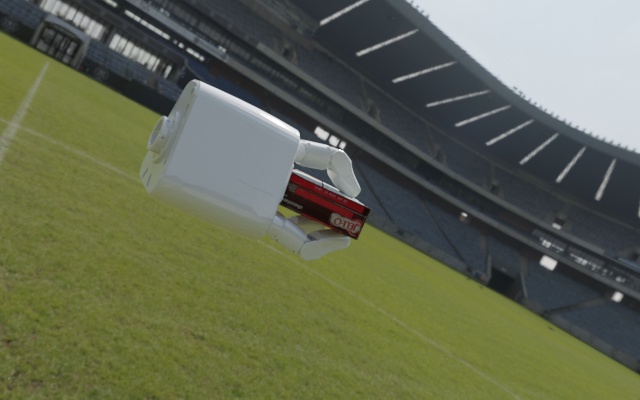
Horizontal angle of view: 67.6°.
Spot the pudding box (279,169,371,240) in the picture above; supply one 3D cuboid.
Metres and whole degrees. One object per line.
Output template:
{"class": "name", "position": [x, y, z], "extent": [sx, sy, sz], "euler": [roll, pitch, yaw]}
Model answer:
{"class": "pudding box", "position": [0.000, 0.001, 0.505], "extent": [0.090, 0.039, 0.113], "euler": [26, 4, -3]}
